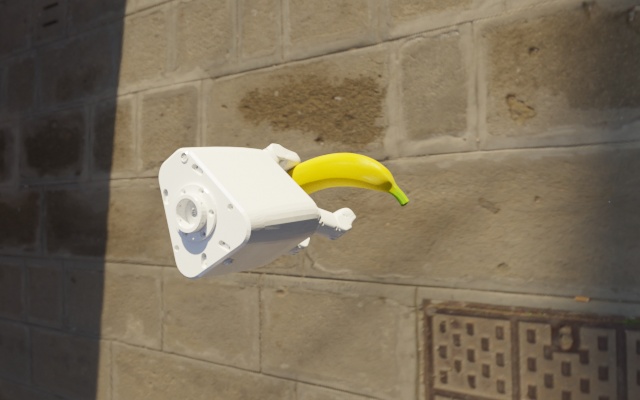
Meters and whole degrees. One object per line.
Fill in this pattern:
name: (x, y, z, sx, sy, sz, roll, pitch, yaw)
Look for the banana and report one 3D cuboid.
banana: (0.001, -0.017, 0.558, 0.198, 0.069, 0.037, -6, 3, 29)
